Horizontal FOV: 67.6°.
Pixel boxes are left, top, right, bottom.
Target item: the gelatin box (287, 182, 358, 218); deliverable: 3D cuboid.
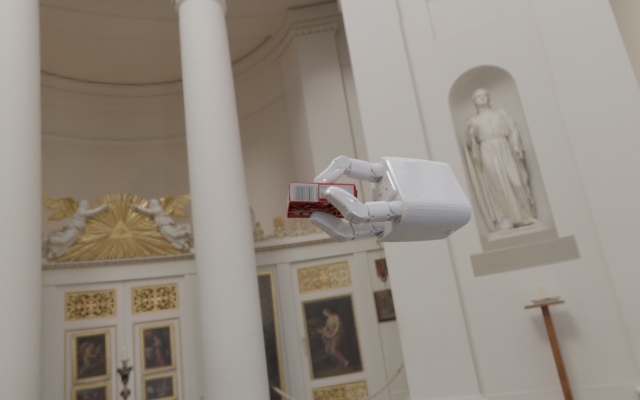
[{"bbox_3d":[0.000,0.002,0.644,0.089,0.030,0.073,1,-18,-6],"label":"gelatin box"}]
